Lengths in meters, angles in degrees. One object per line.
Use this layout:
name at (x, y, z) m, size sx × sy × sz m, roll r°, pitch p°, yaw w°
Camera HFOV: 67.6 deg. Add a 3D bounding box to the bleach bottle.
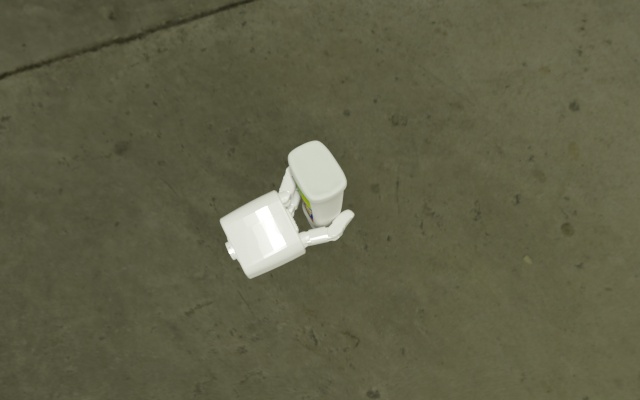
bleach bottle at (0.000, 0.003, 0.819) m, size 0.068 × 0.102 × 0.251 m, roll -27°, pitch -23°, yaw -8°
